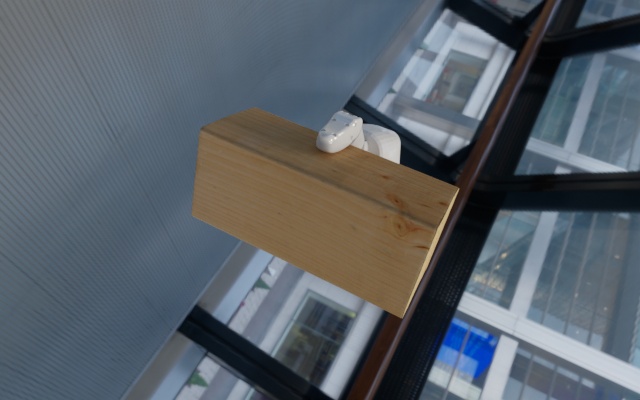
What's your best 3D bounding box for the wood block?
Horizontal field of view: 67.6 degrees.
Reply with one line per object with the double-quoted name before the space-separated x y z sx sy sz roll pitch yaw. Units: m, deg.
"wood block" 0.000 0.001 0.417 0.206 0.091 0.090 23 30 16
